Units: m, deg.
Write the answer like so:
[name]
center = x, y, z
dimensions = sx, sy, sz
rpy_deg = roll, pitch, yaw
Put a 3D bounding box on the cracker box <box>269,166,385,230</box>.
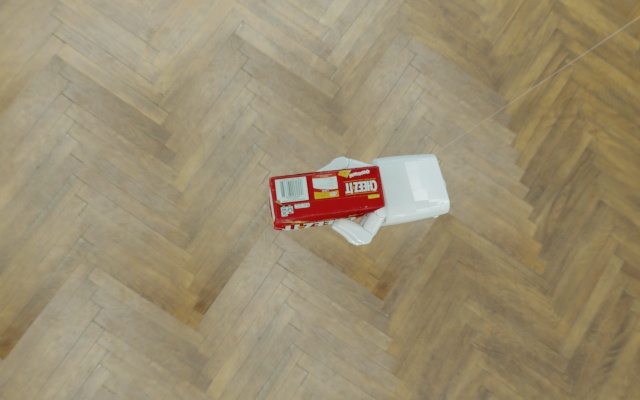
[cracker box]
center = 0.000, 0.002, 0.787
dimensions = 0.164, 0.072, 0.214
rpy_deg = -7, -7, -7
